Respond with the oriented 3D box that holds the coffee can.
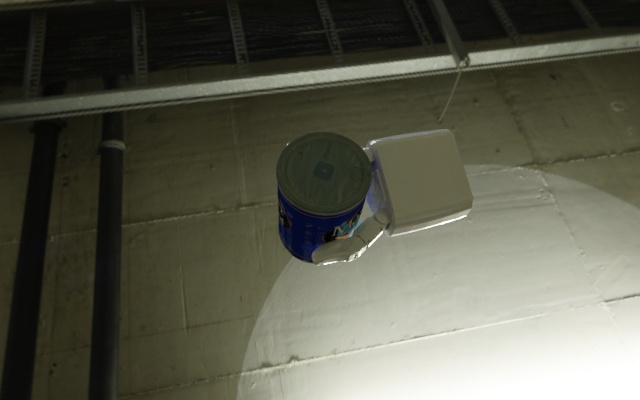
[{"bbox_3d":[0.000,0.002,0.565,0.103,0.102,0.140,0,-29,-4],"label":"coffee can"}]
